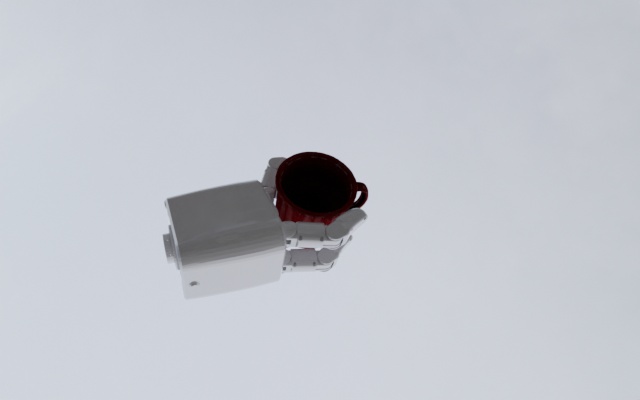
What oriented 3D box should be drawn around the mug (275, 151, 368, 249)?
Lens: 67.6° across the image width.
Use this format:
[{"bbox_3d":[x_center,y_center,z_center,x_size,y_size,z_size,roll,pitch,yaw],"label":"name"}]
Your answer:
[{"bbox_3d":[0.001,0.002,0.566,0.117,0.093,0.082,-9,-34,-19],"label":"mug"}]
